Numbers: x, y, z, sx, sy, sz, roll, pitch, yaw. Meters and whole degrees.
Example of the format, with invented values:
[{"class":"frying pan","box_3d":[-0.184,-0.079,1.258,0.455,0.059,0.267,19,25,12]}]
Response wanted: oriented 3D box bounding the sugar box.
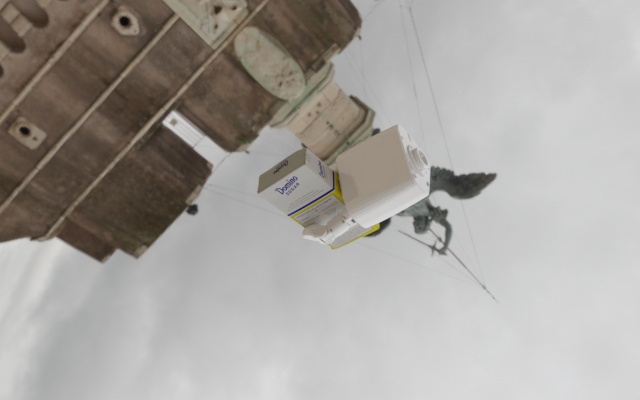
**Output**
[{"class":"sugar box","box_3d":[0.000,0.002,0.716,0.093,0.048,0.176,-29,-52,27]}]
